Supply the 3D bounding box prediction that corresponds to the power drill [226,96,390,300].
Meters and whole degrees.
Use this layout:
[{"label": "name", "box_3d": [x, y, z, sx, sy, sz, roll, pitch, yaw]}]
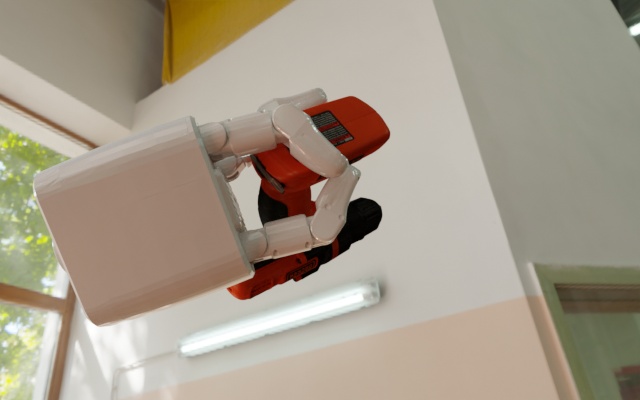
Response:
[{"label": "power drill", "box_3d": [0.000, 0.001, 0.424, 0.184, 0.057, 0.188, -26, -30, -29]}]
